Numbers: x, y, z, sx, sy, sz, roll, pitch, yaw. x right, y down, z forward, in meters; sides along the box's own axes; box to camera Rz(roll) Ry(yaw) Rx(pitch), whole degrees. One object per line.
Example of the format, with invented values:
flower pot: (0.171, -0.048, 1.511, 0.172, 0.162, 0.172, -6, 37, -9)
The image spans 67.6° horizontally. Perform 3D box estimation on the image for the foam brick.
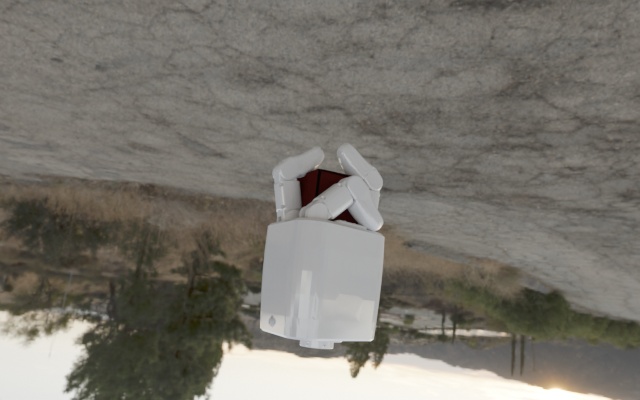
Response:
foam brick: (0.000, 0.002, 0.508, 0.053, 0.051, 0.078, 11, -12, -26)
